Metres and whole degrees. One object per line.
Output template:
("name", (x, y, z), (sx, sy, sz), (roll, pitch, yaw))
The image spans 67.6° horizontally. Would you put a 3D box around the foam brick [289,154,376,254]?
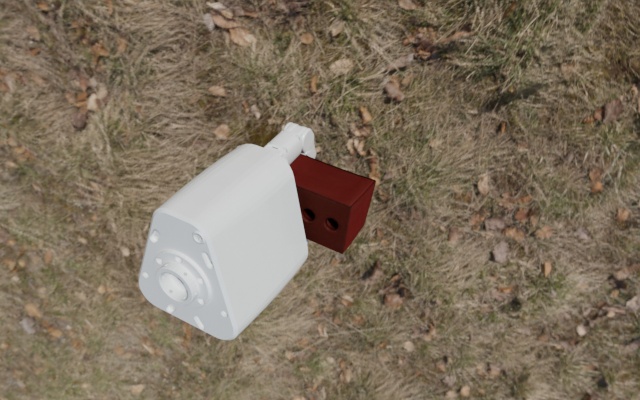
("foam brick", (0.000, 0.001, 0.421), (0.078, 0.053, 0.051), (21, 36, 17))
